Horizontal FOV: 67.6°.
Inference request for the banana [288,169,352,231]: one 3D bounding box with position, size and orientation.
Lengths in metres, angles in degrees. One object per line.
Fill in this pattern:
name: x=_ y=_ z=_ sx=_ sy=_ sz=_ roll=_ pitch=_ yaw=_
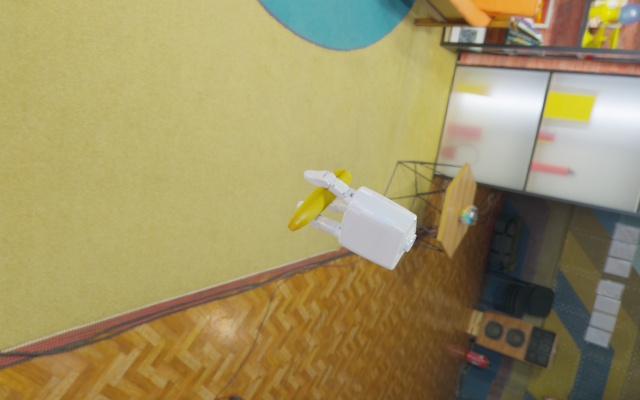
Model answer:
banana: x=0.010 y=-0.011 z=0.845 sx=0.037 sy=0.070 sz=0.197 roll=39 pitch=39 yaw=5
